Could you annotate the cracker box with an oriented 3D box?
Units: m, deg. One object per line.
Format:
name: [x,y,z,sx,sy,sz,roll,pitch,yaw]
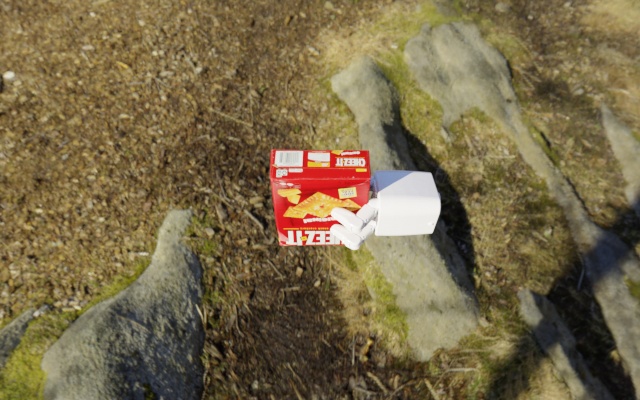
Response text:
cracker box: [0.000,0.002,0.854,0.164,0.072,0.214,0,-36,0]
